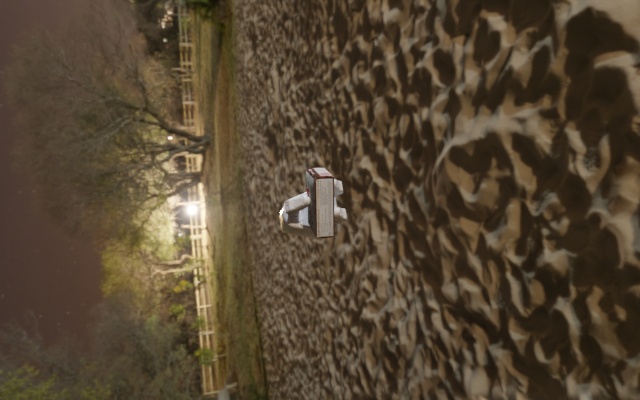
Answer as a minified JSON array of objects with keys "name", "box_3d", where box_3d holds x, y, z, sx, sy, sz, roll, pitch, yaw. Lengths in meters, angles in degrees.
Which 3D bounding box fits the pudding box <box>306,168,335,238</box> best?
[{"name":"pudding box","box_3d":[0.000,0.003,0.869,0.039,0.113,0.090,-6,15,-11]}]
